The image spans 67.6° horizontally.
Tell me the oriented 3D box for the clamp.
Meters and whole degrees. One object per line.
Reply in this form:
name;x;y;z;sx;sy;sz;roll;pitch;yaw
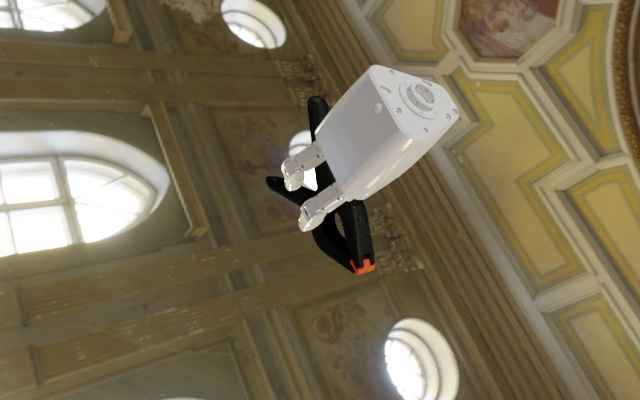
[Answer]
clamp;0.001;0.002;0.591;0.036;0.210;0.165;-11;-24;-36
